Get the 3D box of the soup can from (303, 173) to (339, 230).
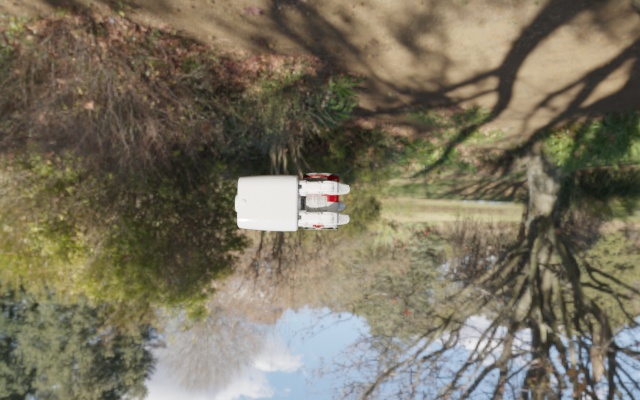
[{"bbox_3d":[0.001,0.003,0.888,0.068,0.102,0.068,1,-3,0],"label":"soup can"}]
